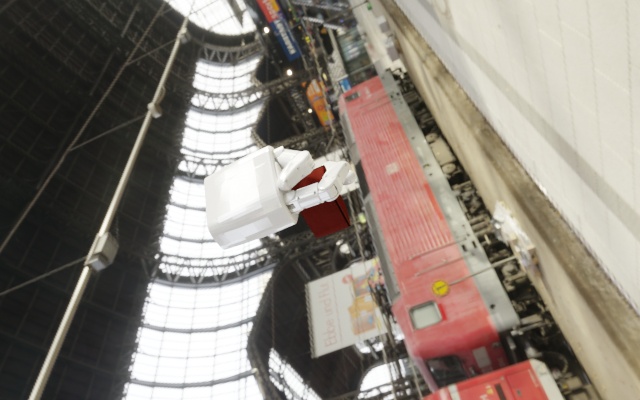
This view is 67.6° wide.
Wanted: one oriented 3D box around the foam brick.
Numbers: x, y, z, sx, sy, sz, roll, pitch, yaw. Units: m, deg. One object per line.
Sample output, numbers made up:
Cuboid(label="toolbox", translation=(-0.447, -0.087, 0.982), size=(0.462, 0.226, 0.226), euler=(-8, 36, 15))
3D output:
Cuboid(label="foam brick", translation=(0.000, 0.002, 0.648), size=(0.051, 0.078, 0.053), euler=(-24, 34, 9))
